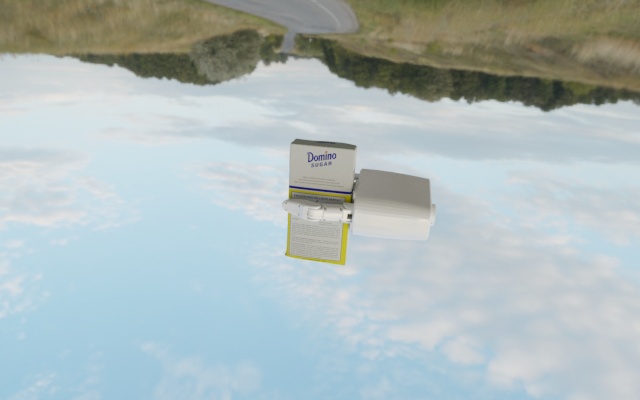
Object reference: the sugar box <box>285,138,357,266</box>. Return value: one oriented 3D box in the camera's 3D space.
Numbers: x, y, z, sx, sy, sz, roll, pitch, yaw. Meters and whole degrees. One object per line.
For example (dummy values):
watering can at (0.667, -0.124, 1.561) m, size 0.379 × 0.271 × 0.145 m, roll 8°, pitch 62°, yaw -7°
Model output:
sugar box at (0.000, 0.002, 0.697) m, size 0.093 × 0.176 × 0.048 m, roll 7°, pitch 17°, yaw 8°
